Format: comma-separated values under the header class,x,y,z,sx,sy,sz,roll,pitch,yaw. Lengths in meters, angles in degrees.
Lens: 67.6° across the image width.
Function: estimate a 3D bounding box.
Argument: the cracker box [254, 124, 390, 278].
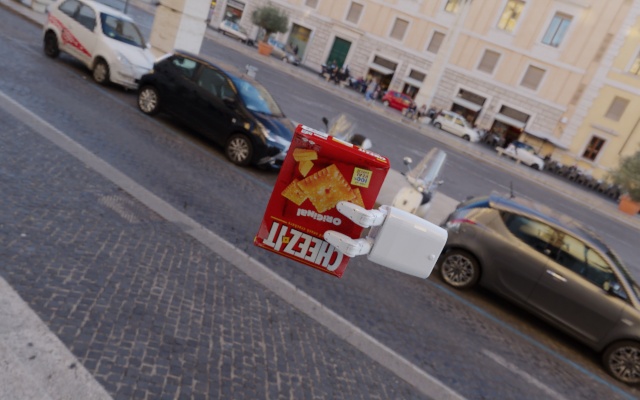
class,x,y,z,sx,sy,sz,roll,pitch,yaw
cracker box,0.000,0.002,0.801,0.164,0.214,0.072,21,17,-2
